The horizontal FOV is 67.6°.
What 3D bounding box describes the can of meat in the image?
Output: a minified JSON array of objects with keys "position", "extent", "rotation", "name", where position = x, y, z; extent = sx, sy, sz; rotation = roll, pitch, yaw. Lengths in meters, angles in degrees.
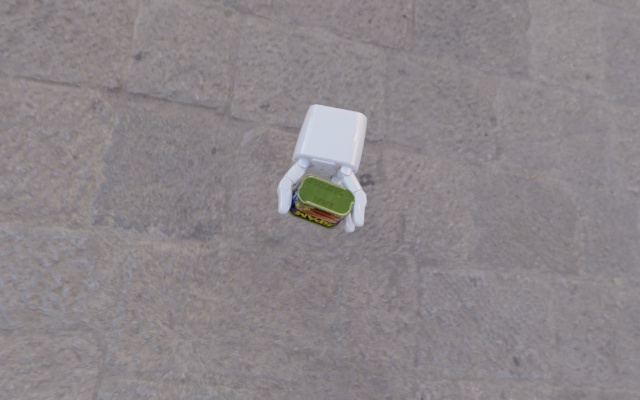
[{"position":[0.000,0.003,0.818],"extent":[0.102,0.057,0.084],"rotation":[21,-20,-9],"name":"can of meat"}]
